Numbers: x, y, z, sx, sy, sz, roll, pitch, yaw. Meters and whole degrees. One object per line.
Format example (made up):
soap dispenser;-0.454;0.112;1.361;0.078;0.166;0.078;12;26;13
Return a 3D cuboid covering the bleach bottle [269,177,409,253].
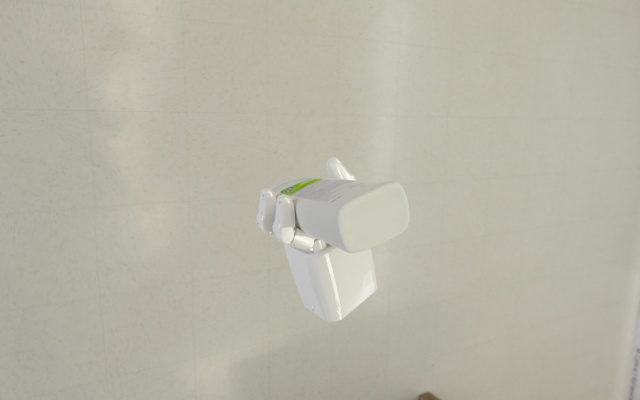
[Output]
bleach bottle;0.000;0.002;0.643;0.102;0.068;0.251;-22;19;-25
